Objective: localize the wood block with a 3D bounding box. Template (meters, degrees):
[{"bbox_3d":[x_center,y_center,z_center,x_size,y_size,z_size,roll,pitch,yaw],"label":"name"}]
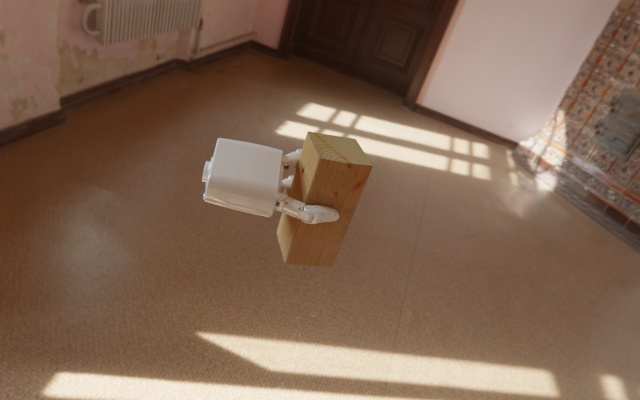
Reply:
[{"bbox_3d":[0.000,0.003,0.793,0.090,0.206,0.090,6,33,-21],"label":"wood block"}]
